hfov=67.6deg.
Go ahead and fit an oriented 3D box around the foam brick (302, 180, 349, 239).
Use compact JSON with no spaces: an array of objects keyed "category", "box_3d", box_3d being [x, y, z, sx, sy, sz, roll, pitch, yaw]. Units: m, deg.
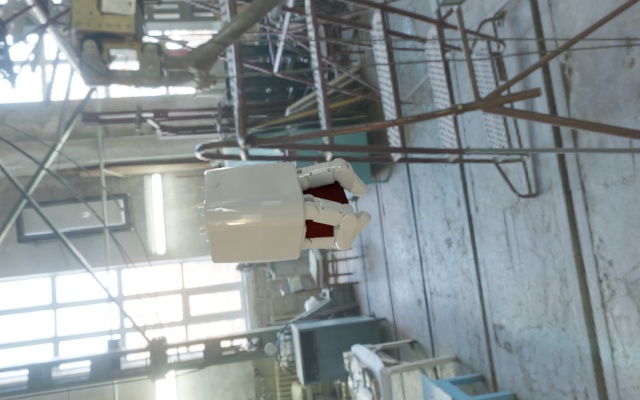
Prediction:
[{"category":"foam brick","box_3d":[0.000,0.002,0.596,0.051,0.053,0.078,-3,37,-11]}]
